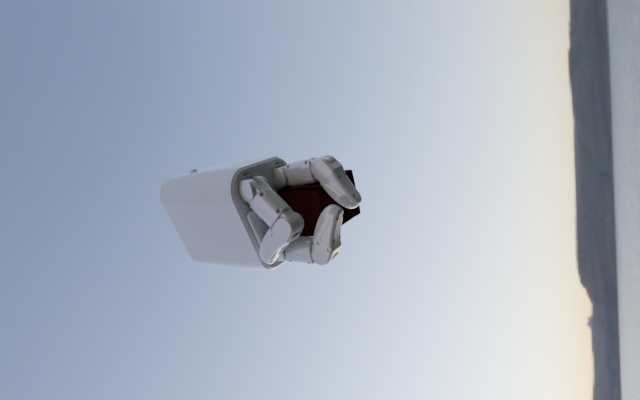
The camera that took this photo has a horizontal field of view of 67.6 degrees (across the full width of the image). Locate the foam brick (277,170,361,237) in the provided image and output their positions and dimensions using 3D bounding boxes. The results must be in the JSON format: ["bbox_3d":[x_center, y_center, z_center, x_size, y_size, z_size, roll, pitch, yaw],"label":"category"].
[{"bbox_3d":[0.000,0.002,0.508,0.051,0.053,0.078,-4,13,31],"label":"foam brick"}]
